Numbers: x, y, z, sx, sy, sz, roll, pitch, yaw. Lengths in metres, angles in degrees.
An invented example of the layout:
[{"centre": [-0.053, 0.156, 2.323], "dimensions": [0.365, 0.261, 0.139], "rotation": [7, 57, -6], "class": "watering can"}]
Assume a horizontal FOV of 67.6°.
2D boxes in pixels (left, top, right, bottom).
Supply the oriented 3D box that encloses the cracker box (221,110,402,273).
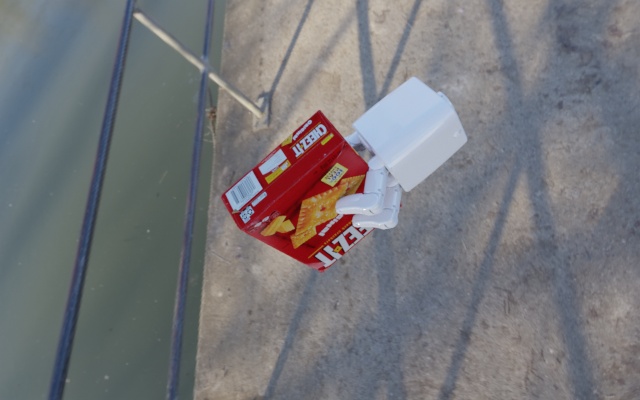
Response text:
[{"centre": [0.000, 0.002, 0.641], "dimensions": [0.164, 0.072, 0.214], "rotation": [-40, -35, 8], "class": "cracker box"}]
